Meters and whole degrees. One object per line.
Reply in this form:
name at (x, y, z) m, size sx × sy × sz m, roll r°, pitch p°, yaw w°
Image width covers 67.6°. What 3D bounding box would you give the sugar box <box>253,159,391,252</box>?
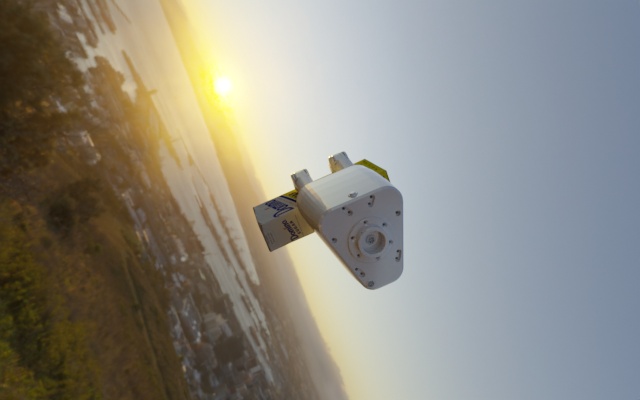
sugar box at (0.000, 0.002, 0.639) m, size 0.176 × 0.048 × 0.093 m, roll -22°, pitch 18°, yaw -8°
